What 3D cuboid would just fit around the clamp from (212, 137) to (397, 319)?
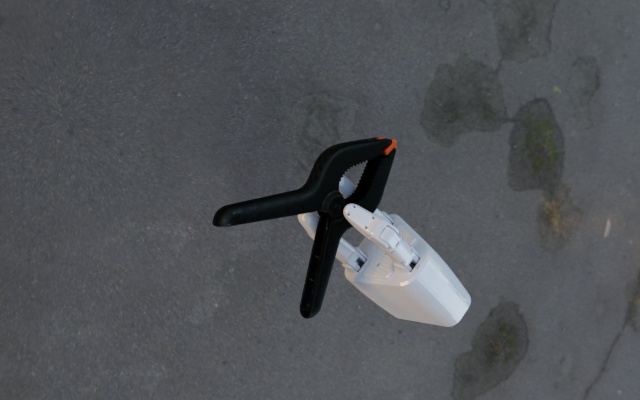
[{"bbox_3d":[0.001,0.002,0.499,0.165,0.210,0.036,45,-13,-33],"label":"clamp"}]
